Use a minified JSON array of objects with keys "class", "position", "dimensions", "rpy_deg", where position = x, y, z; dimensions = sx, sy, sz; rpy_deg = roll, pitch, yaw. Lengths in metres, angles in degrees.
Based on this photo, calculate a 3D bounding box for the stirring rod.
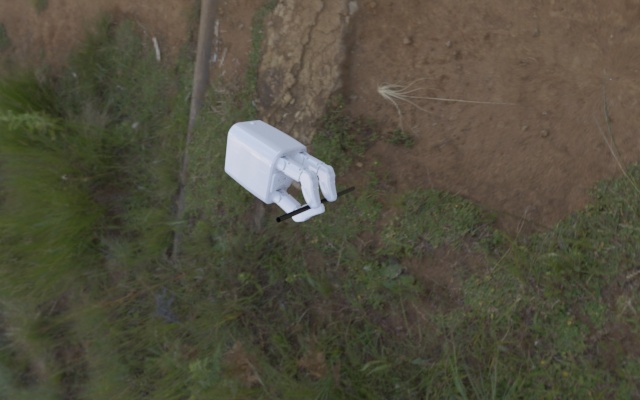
[{"class":"stirring rod","position":[0.000,0.003,0.789],"dimensions":[0.011,0.011,0.239],"rpy_deg":[0,12,31]}]
